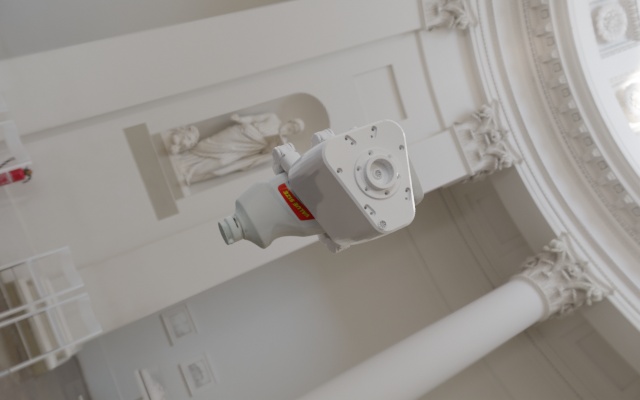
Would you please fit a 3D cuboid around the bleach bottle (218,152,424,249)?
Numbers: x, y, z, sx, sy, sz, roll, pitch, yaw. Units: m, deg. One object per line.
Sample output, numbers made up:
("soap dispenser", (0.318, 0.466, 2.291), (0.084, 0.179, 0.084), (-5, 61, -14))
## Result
("bleach bottle", (0.000, 0.002, 0.590), (0.251, 0.102, 0.068), (-22, -2, -21))
